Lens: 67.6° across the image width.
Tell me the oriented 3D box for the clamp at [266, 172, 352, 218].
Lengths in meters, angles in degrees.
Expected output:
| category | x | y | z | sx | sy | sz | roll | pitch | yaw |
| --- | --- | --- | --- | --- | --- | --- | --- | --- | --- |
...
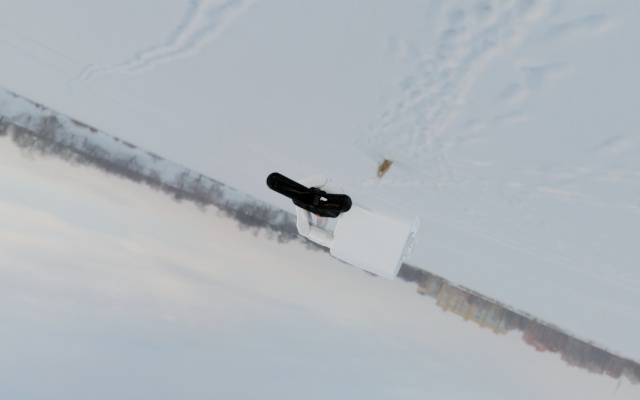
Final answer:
| category | x | y | z | sx | sy | sz | roll | pitch | yaw |
| --- | --- | --- | --- | --- | --- | --- | --- | --- | --- |
| clamp | 0.000 | 0.003 | 0.703 | 0.120 | 0.039 | 0.171 | 23 | -3 | 18 |
